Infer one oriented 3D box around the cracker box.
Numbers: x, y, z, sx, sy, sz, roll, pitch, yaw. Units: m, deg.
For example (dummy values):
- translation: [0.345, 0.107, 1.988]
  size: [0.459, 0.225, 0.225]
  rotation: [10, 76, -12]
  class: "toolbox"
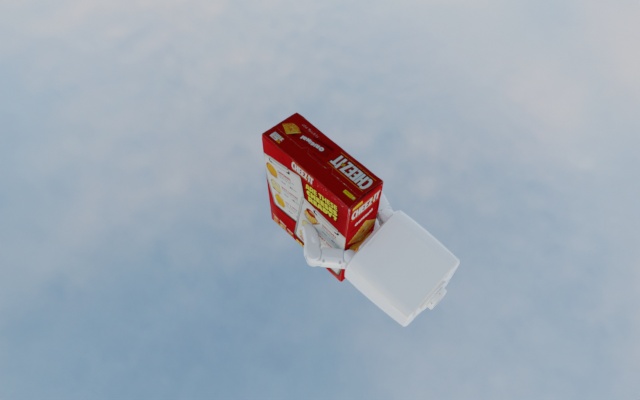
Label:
- translation: [0.000, 0.002, 0.689]
  size: [0.072, 0.164, 0.214]
  rotation: [-39, -25, -24]
  class: "cracker box"
